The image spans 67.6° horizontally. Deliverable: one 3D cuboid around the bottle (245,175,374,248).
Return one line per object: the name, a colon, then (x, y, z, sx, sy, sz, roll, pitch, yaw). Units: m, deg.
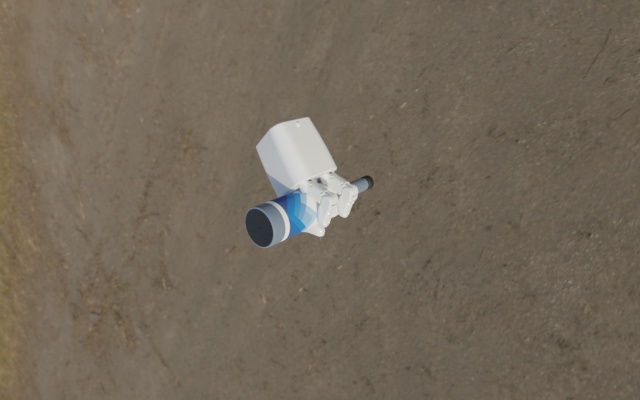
bottle: (0.000, 0.003, 0.836, 0.069, 0.069, 0.295, 0, 15, 42)
